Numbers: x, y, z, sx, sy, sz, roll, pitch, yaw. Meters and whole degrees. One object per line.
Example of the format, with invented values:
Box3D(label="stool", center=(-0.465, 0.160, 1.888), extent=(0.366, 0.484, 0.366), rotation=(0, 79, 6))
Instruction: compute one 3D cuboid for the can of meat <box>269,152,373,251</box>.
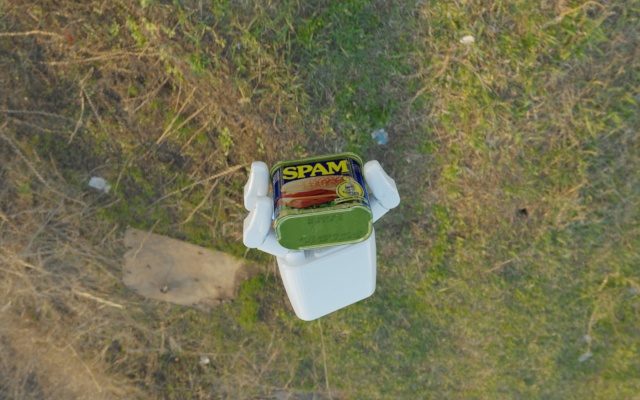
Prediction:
Box3D(label="can of meat", center=(0.000, 0.002, 0.493), extent=(0.102, 0.057, 0.083), rotation=(-7, 42, -1))
